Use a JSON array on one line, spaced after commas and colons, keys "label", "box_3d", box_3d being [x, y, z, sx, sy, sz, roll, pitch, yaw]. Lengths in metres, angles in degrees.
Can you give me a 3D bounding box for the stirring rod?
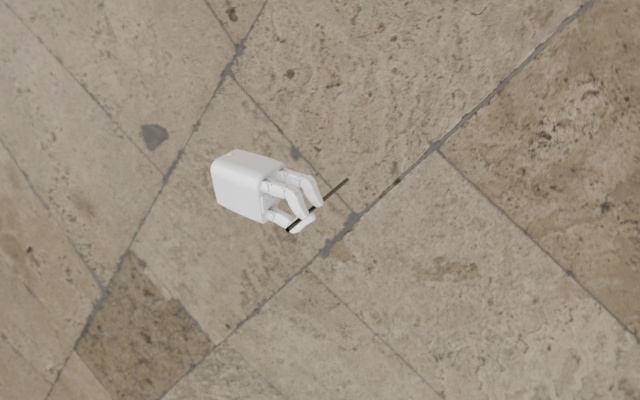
[{"label": "stirring rod", "box_3d": [0.000, 0.003, 0.881, 0.011, 0.011, 0.239, 0, 22, 29]}]
